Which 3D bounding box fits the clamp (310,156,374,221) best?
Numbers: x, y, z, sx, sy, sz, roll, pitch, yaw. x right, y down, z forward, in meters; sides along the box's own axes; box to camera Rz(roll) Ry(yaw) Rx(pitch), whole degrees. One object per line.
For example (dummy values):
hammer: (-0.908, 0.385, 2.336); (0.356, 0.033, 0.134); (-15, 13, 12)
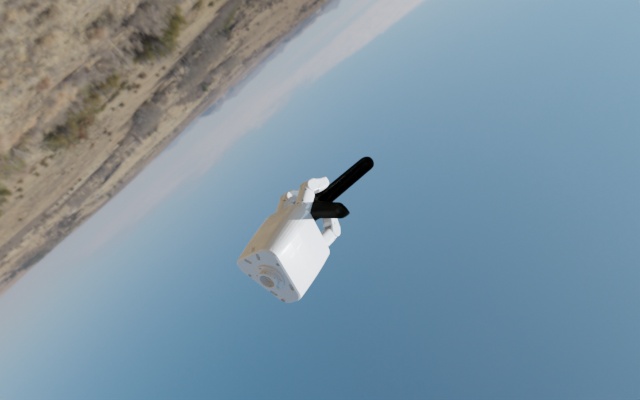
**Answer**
clamp: (0.000, 0.004, 0.831); (0.210, 0.036, 0.164); (-26, 19, 42)
